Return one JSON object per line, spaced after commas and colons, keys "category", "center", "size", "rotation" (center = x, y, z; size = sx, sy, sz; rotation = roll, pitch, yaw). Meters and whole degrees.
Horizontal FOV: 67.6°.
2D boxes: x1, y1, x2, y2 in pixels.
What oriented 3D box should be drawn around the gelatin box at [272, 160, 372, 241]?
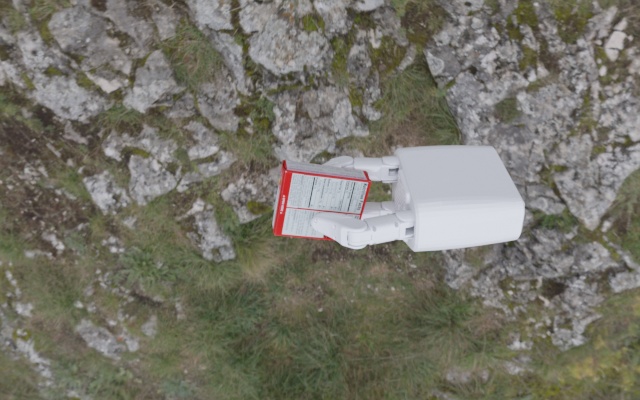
{"category": "gelatin box", "center": [0.000, 0.002, 0.484], "size": [0.089, 0.073, 0.030], "rotation": [6, 27, -12]}
